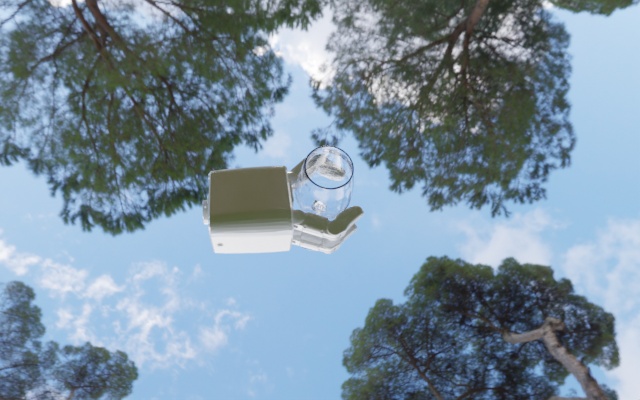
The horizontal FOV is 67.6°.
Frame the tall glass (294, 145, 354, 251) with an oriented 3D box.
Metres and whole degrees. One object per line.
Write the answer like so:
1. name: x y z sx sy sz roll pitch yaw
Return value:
1. tall glass: 0.000 0.002 0.670 0.079 0.079 0.201 0 -26 -7
